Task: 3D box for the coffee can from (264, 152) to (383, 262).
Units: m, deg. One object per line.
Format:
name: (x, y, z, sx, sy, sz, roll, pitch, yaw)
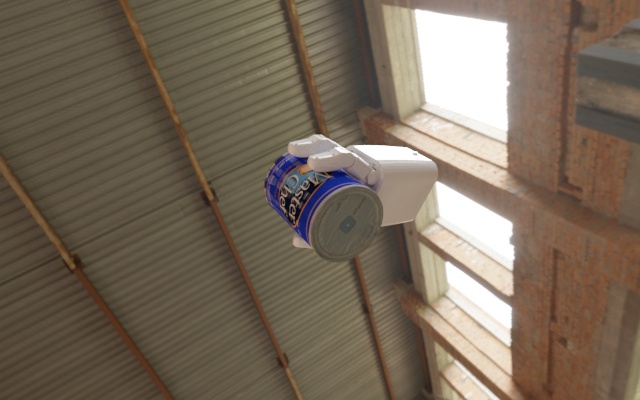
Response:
coffee can: (0.000, 0.002, 0.626, 0.103, 0.103, 0.140, 0, 24, -32)
